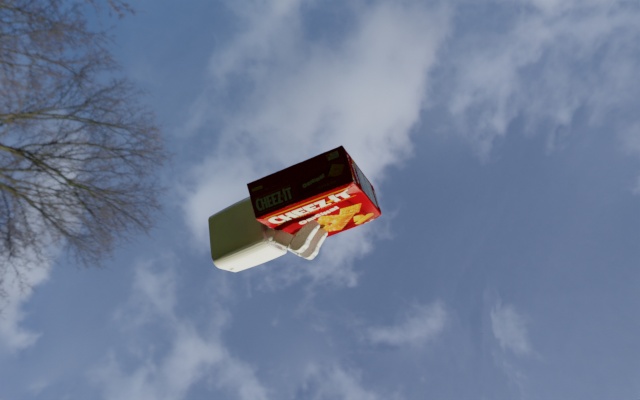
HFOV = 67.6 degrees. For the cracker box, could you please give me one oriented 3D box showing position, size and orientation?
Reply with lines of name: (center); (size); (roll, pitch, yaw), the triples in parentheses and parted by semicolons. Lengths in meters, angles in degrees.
cracker box: (0.000, 0.003, 0.805); (0.164, 0.072, 0.214); (-21, -20, 12)
